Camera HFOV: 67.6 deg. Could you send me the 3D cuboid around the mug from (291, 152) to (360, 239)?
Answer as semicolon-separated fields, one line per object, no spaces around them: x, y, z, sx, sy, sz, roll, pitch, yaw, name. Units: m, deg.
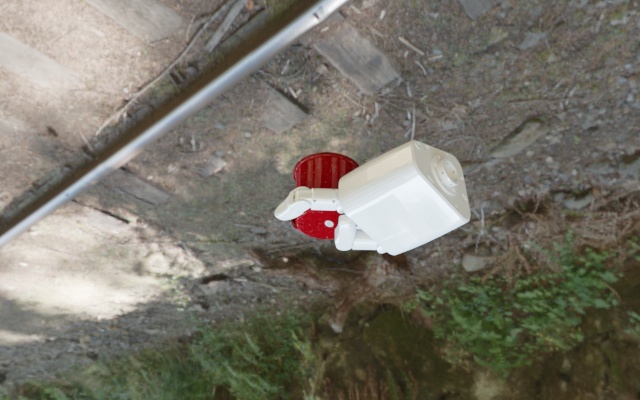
-0.001;0.003;0.631;0.093;0.081;0.117;29;-43;-35;mug
